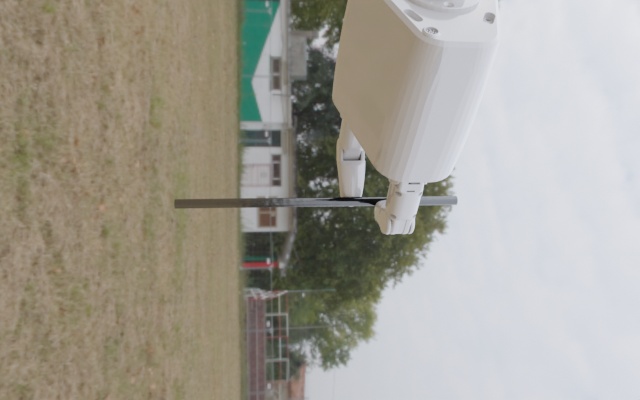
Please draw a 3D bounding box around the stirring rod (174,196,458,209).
[{"bbox_3d":[0.000,0.001,0.406,0.239,0.011,0.011,-1,0,-7],"label":"stirring rod"}]
